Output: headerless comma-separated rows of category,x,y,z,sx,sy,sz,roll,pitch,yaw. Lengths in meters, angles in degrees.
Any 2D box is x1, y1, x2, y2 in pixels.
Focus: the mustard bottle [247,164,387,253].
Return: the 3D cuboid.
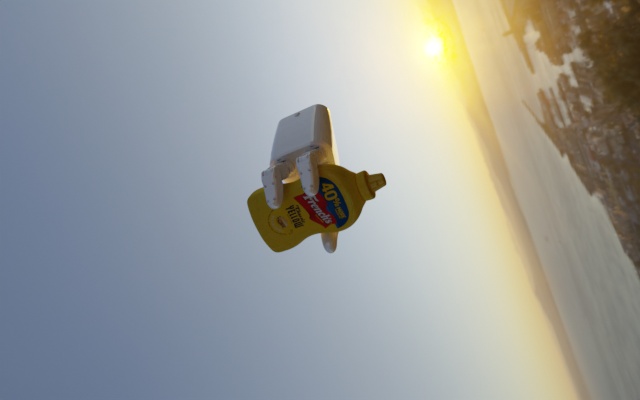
mustard bottle,0.000,0.002,0.663,0.191,0.096,0.058,-20,15,19
